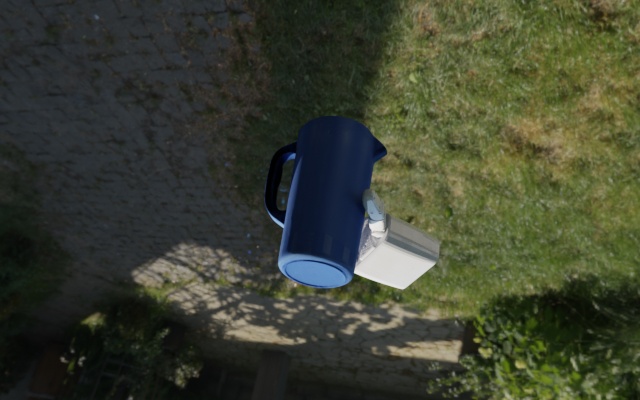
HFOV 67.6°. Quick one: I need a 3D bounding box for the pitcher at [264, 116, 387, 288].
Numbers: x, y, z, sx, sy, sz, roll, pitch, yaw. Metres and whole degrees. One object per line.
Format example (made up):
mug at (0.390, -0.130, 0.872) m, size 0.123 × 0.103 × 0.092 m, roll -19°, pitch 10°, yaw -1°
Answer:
pitcher at (0.000, 0.002, 0.727) m, size 0.145 × 0.242 × 0.149 m, roll 26°, pitch -35°, yaw -23°
